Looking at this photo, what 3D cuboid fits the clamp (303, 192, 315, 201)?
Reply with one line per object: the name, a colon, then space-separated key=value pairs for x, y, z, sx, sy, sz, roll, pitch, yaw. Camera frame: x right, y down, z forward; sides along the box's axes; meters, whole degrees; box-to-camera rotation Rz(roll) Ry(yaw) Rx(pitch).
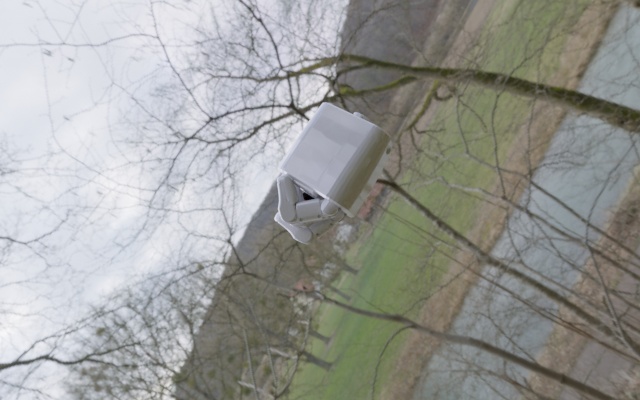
clamp: x=0.000 y=0.002 z=0.705 sx=0.039 sy=0.120 sz=0.171 roll=35 pitch=-1 yaw=8
